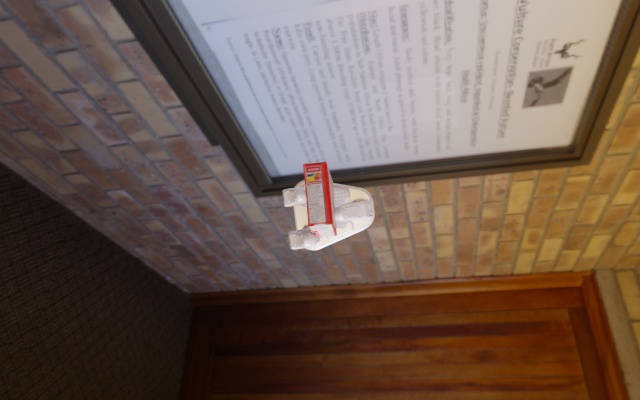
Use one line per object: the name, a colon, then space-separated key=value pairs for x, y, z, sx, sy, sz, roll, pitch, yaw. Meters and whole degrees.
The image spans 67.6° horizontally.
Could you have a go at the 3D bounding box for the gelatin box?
gelatin box: x=0.001 y=0.002 z=0.566 sx=0.030 sy=0.073 sz=0.089 roll=-6 pitch=-13 yaw=4
